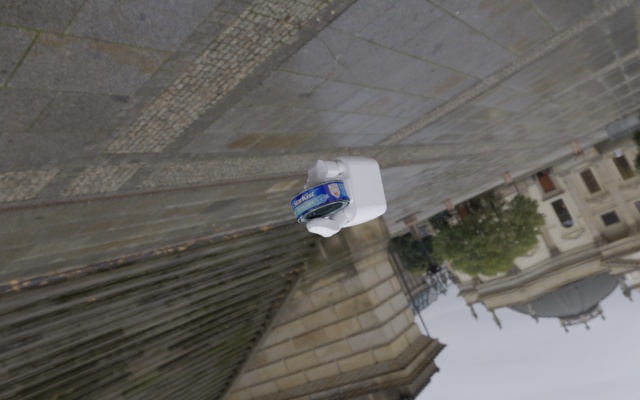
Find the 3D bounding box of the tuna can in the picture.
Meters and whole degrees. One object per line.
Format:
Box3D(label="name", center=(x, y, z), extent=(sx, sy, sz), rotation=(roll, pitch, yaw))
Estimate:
Box3D(label="tuna can", center=(0.000, 0.003, 0.708), extent=(0.086, 0.033, 0.086), rotation=(-20, -13, -5))
